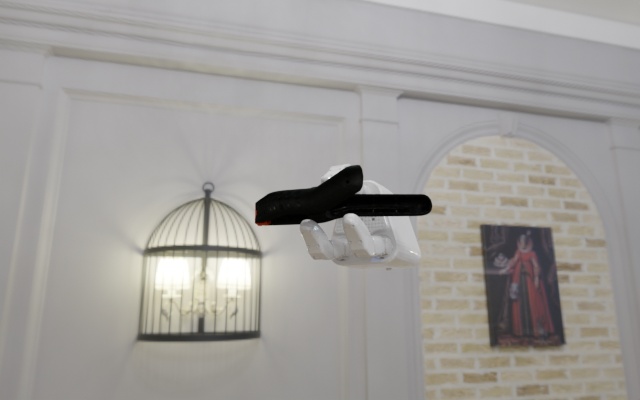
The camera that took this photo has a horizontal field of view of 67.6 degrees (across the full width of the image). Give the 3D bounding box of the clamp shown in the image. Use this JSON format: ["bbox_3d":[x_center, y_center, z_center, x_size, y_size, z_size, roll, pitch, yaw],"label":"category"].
[{"bbox_3d":[0.000,0.001,0.534,0.210,0.036,0.164,-7,-16,29],"label":"clamp"}]
